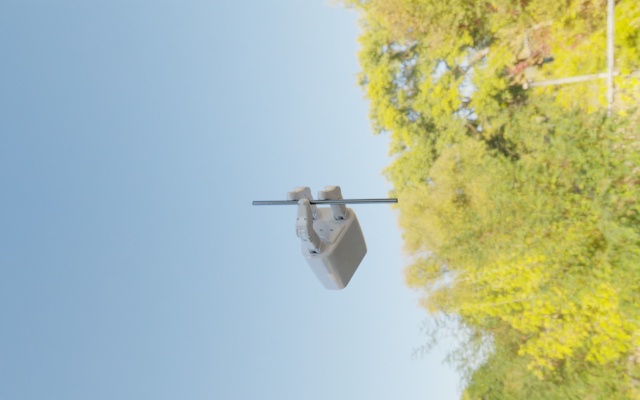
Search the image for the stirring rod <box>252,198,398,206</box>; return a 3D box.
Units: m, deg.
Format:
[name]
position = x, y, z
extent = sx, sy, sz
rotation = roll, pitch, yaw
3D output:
[stirring rod]
position = 0.000, 0.002, 0.733
extent = 0.239, 0.011, 0.011
rotation = -1, -1, 24
